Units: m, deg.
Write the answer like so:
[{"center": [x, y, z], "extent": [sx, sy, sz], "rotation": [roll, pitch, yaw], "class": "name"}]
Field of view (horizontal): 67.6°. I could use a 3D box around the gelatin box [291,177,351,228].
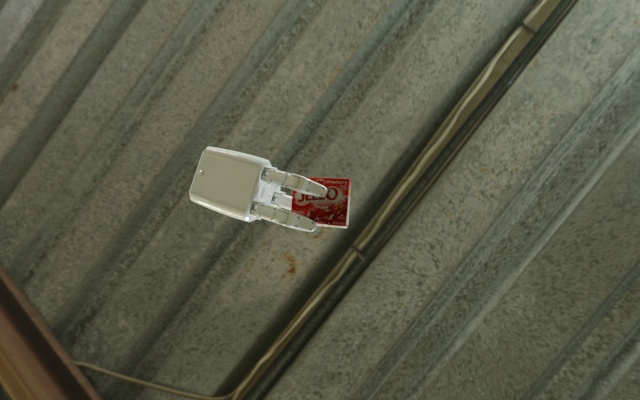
[{"center": [0.001, 0.002, 0.734], "extent": [0.089, 0.073, 0.030], "rotation": [4, -8, 10], "class": "gelatin box"}]
